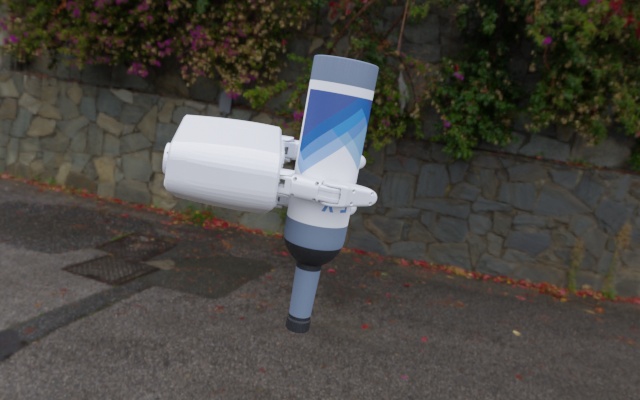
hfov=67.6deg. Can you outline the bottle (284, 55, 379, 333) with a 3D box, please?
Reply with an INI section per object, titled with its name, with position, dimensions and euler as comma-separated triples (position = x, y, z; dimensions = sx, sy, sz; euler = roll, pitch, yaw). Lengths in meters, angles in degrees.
[bottle]
position = 0.000, 0.001, 0.511
dimensions = 0.069, 0.296, 0.069
euler = 10, 11, -2
